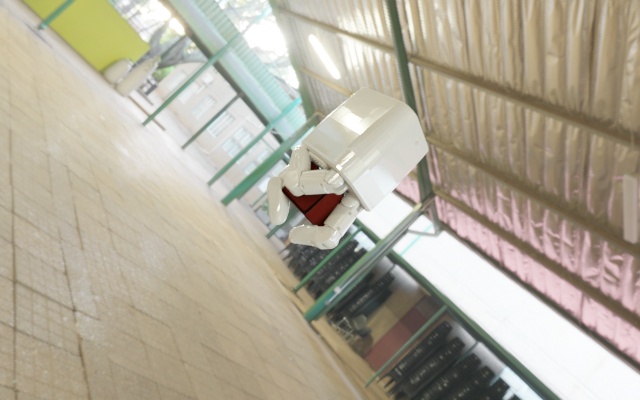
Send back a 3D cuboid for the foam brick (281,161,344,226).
[{"bbox_3d":[0.000,0.002,0.581,0.053,0.051,0.078,44,-4,36],"label":"foam brick"}]
